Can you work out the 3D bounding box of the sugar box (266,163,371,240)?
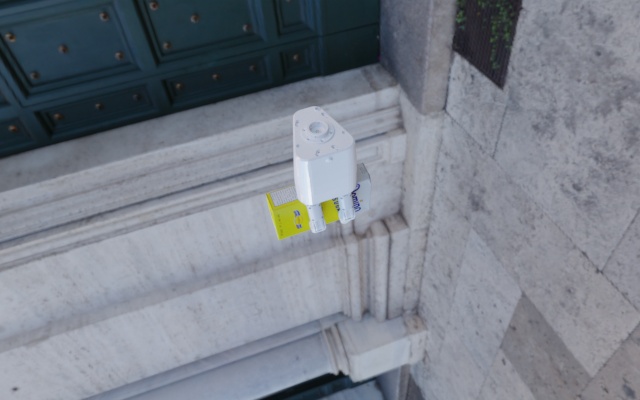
[{"bbox_3d":[0.000,0.003,0.826,0.176,0.048,0.093,-17,-36,-9],"label":"sugar box"}]
